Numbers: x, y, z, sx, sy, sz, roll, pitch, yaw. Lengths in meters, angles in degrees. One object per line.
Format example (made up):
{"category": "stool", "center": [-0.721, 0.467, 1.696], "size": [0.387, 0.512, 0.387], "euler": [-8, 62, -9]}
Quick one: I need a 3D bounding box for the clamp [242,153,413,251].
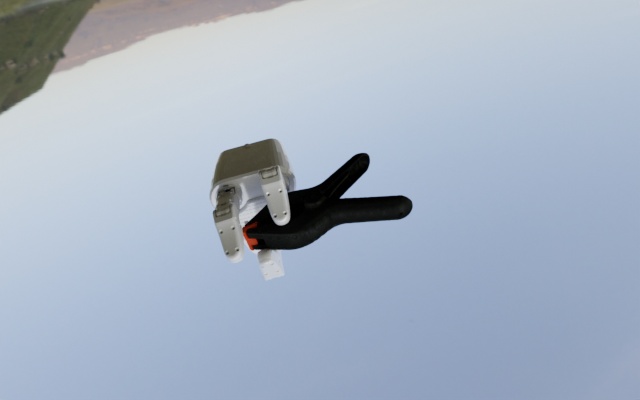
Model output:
{"category": "clamp", "center": [0.000, 0.002, 0.510], "size": [0.171, 0.039, 0.120], "euler": [-16, 29, -1]}
